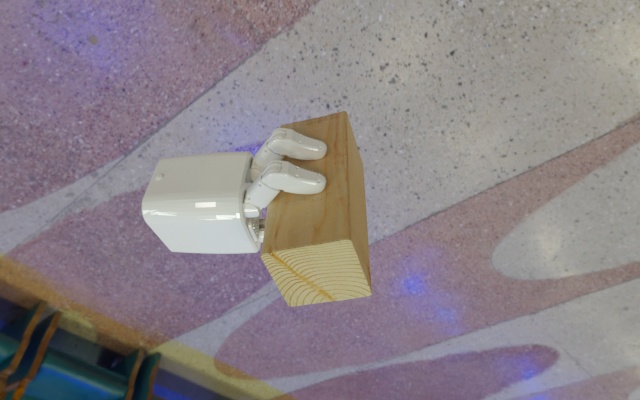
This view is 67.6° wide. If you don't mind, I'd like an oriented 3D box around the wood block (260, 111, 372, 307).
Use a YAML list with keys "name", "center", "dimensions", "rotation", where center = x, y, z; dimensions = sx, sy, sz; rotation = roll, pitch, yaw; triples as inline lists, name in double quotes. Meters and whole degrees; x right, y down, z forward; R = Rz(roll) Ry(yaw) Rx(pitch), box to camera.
- name: "wood block"
  center: [0.000, 0.002, 0.532]
  dimensions: [0.090, 0.091, 0.206]
  rotation: [-11, 43, 12]
